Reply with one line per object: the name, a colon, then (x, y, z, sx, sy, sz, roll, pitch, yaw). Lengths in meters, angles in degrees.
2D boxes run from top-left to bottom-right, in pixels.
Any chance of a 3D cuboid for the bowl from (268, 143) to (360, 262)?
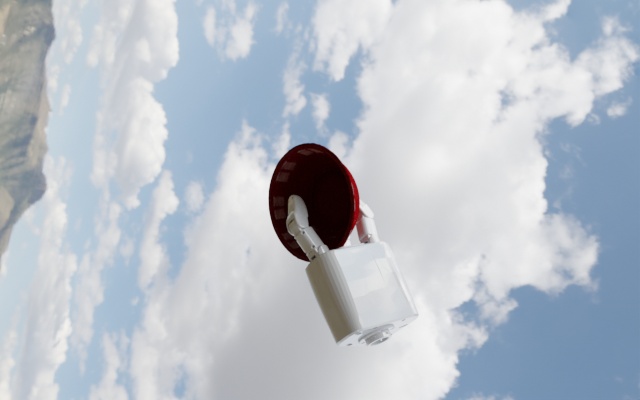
bowl: (0.000, 0.001, 0.661, 0.162, 0.162, 0.055, 0, 4, 42)
